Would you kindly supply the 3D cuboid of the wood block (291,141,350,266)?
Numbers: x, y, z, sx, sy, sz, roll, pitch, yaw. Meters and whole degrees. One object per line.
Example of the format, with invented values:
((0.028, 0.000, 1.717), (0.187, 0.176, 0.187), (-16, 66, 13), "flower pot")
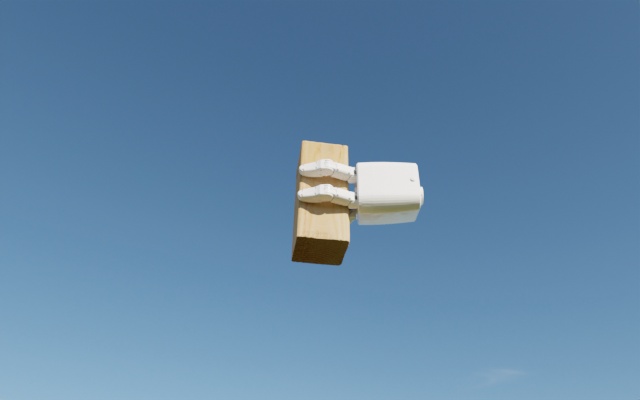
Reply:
((0.000, 0.003, 0.861), (0.090, 0.206, 0.091), (6, -36, -6), "wood block")
